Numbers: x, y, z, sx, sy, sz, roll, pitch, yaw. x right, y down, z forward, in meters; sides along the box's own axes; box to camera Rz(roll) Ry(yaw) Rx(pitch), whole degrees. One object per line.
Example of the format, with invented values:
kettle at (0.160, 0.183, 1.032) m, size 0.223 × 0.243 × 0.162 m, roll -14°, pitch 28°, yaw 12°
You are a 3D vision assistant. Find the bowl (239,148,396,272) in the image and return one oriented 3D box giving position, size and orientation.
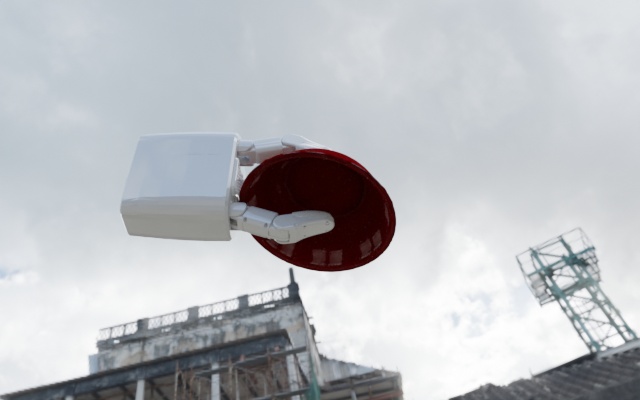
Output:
bowl at (0.001, 0.002, 0.501) m, size 0.162 × 0.162 × 0.055 m, roll 0°, pitch 40°, yaw 14°
